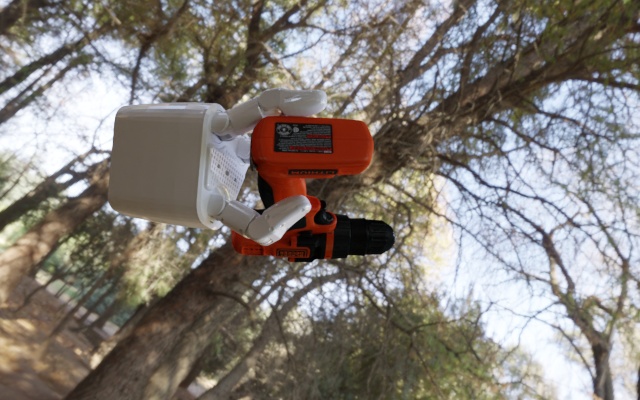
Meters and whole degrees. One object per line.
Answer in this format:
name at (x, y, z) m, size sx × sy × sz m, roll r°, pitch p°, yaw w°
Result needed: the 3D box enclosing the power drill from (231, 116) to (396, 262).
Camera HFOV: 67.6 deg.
power drill at (0.000, 0.001, 0.481) m, size 0.184 × 0.057 × 0.188 m, roll 0°, pitch -37°, yaw -7°
